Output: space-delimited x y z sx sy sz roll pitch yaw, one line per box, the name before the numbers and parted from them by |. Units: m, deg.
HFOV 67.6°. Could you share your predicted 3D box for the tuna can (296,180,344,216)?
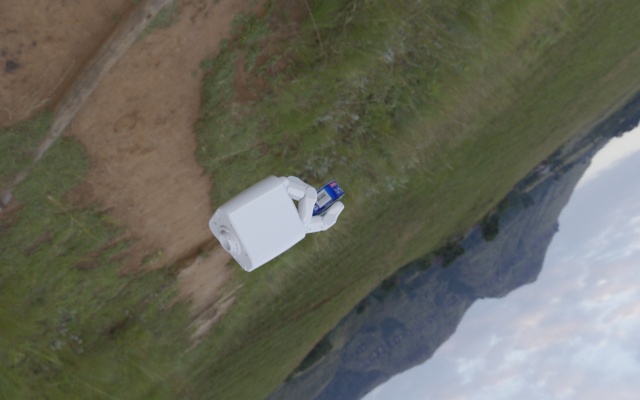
tuna can | 0.001 0.003 0.840 0.086 0.034 0.086 -39 -4 -3
